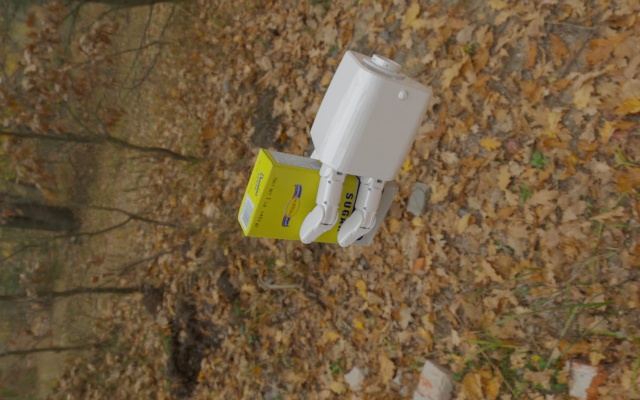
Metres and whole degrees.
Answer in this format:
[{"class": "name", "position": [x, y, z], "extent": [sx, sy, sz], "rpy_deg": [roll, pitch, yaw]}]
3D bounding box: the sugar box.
[{"class": "sugar box", "position": [0.000, 0.002, 0.562], "extent": [0.176, 0.093, 0.048], "rpy_deg": [8, 28, -31]}]
